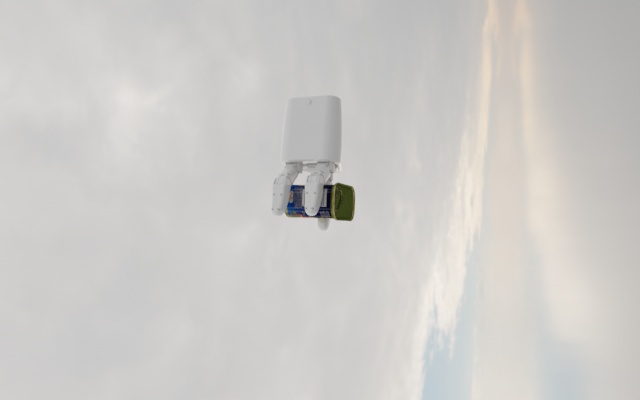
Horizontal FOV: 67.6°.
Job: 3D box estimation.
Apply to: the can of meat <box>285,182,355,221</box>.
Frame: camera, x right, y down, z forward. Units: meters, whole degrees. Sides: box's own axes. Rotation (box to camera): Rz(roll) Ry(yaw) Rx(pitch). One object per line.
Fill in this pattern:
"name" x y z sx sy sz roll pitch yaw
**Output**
"can of meat" 0.000 0.003 0.756 0.084 0.057 0.102 1 -2 21
